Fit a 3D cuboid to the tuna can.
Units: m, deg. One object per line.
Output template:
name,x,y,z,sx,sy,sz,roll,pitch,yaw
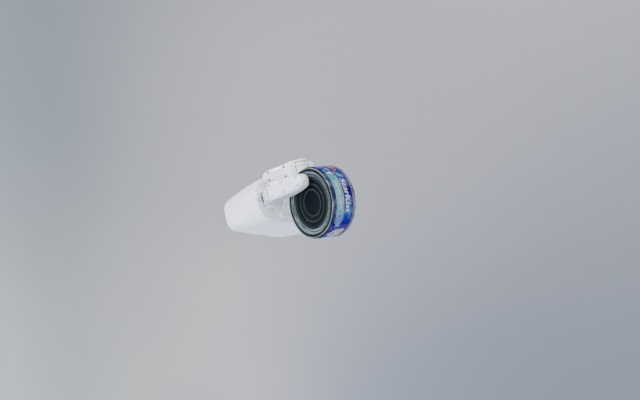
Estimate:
tuna can,0.000,0.002,0.564,0.034,0.086,0.086,-5,3,-40
